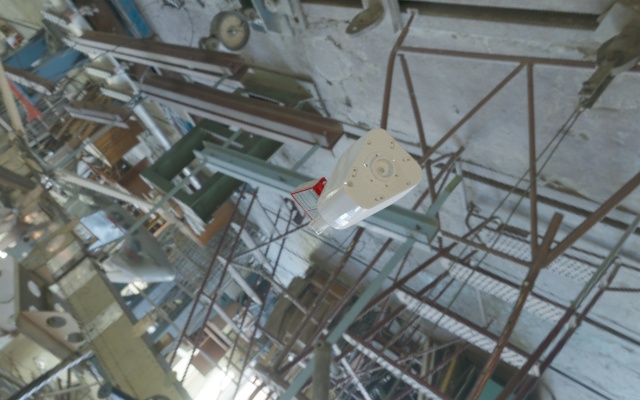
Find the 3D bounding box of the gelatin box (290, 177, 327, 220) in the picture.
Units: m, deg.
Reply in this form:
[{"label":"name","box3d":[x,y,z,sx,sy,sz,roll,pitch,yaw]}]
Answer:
[{"label":"gelatin box","box3d":[0.000,0.003,0.774,0.030,0.073,0.089,-47,15,-25]}]
